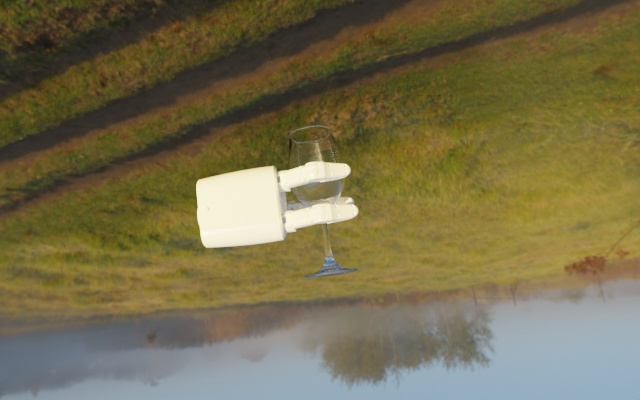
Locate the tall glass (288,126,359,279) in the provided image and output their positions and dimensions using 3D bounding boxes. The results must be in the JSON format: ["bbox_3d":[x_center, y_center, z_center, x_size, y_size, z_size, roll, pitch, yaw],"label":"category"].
[{"bbox_3d":[0.000,0.003,0.655,0.079,0.201,0.079,-8,-11,-2],"label":"tall glass"}]
